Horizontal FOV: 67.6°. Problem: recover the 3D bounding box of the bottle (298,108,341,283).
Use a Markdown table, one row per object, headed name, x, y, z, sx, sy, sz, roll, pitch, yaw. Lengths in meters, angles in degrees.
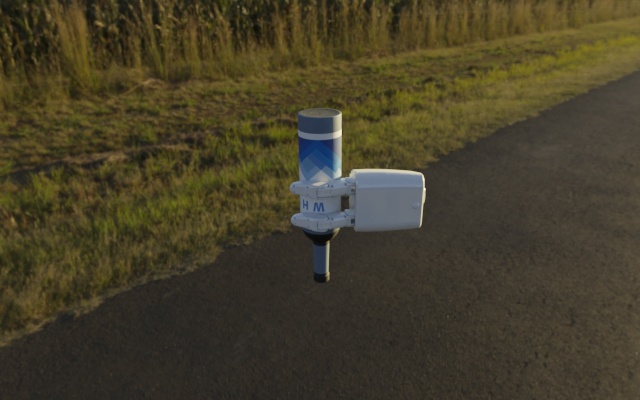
| name | x | y | z | sx | sy | sz | roll | pitch | yaw |
| --- | --- | --- | --- | --- | --- | --- | --- | --- | --- |
| bottle | 0.000 | 0.002 | 0.781 | 0.069 | 0.296 | 0.069 | -1 | 23 | 0 |
